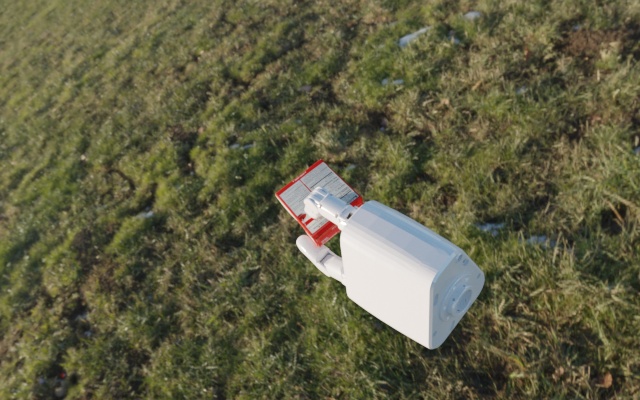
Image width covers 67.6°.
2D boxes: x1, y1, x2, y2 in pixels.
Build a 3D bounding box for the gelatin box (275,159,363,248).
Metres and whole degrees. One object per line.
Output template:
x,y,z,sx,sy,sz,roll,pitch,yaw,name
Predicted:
0.000,0.001,0.568,0.089,0.073,0.030,47,-8,38,gelatin box
